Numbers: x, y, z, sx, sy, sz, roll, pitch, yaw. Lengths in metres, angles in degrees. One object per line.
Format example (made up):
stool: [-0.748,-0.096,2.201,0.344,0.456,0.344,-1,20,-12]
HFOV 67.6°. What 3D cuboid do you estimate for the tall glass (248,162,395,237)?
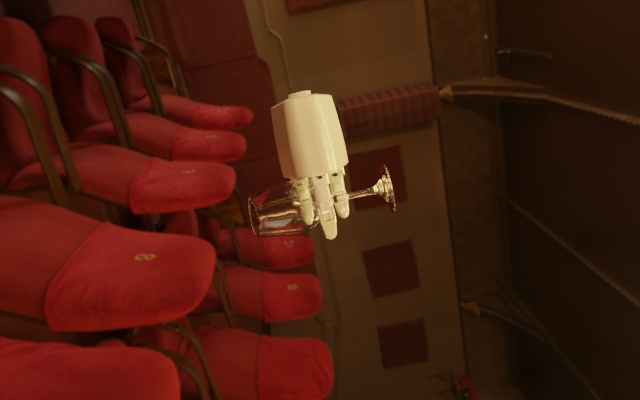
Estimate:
tall glass: [0.001,0.002,0.688,0.201,0.079,0.079,-13,0,0]
